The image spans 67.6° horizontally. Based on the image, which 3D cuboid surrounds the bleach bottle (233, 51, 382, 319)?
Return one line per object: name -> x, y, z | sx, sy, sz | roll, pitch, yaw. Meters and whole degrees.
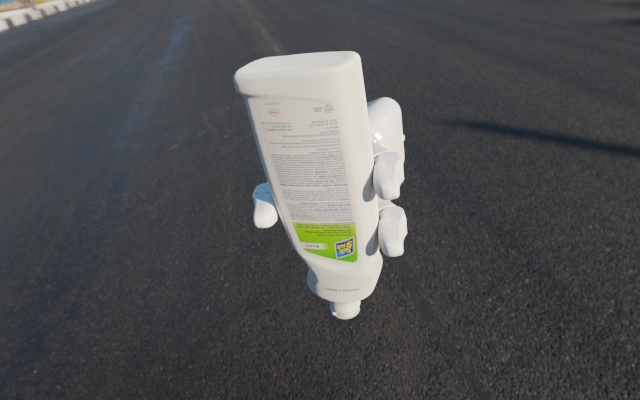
bleach bottle -> 0.000, 0.001, 0.430 | 0.102, 0.251, 0.068 | 2, 30, 20
